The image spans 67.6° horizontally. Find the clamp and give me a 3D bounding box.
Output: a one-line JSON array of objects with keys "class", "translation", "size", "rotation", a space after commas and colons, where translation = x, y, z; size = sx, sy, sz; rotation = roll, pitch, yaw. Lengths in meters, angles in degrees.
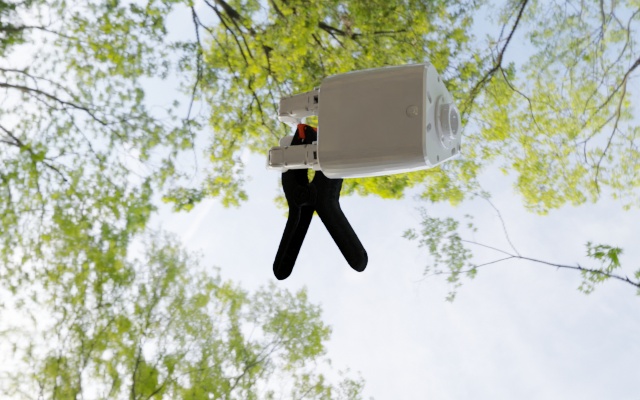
[{"class": "clamp", "translation": [0.000, 0.002, 0.501], "size": [0.120, 0.171, 0.039], "rotation": [-1, -5, 34]}]
